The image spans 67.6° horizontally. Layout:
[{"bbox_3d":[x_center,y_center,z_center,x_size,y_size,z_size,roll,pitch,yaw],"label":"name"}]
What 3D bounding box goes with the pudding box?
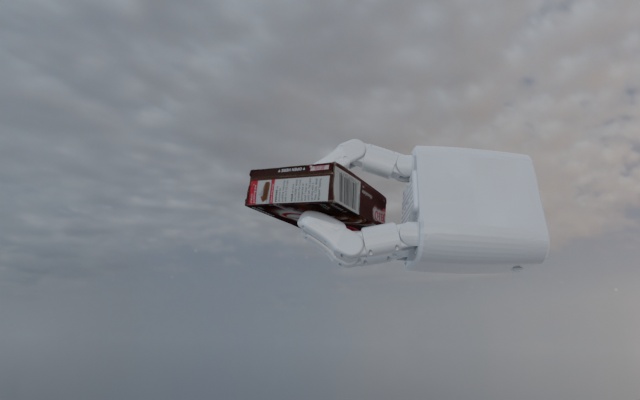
[{"bbox_3d":[0.000,0.001,0.443,0.090,0.039,0.113,-4,-19,29],"label":"pudding box"}]
